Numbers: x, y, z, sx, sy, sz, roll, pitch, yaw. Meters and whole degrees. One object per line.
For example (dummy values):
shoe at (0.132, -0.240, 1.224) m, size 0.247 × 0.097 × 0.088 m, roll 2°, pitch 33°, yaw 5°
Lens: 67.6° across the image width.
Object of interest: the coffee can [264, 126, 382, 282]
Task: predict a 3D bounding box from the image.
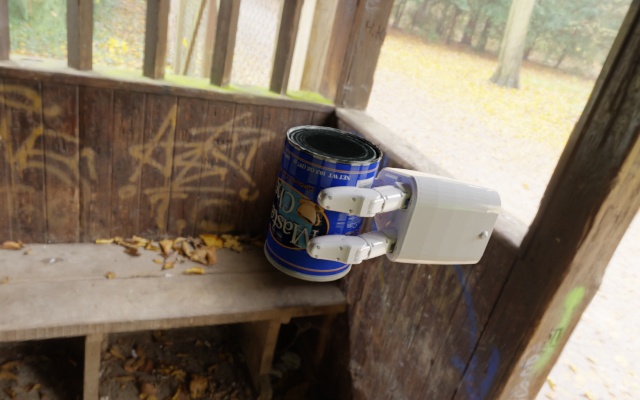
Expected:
coffee can at (0.000, 0.002, 0.523) m, size 0.103 × 0.140 × 0.102 m, roll 11°, pitch 25°, yaw -5°
